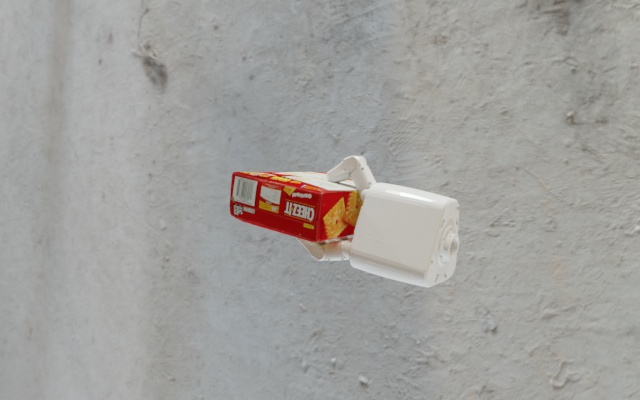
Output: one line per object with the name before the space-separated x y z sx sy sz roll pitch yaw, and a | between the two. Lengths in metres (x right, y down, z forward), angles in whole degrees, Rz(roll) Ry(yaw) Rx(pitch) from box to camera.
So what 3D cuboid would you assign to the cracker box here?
cracker box | 0.000 0.002 0.702 0.164 0.072 0.213 13 10 36
